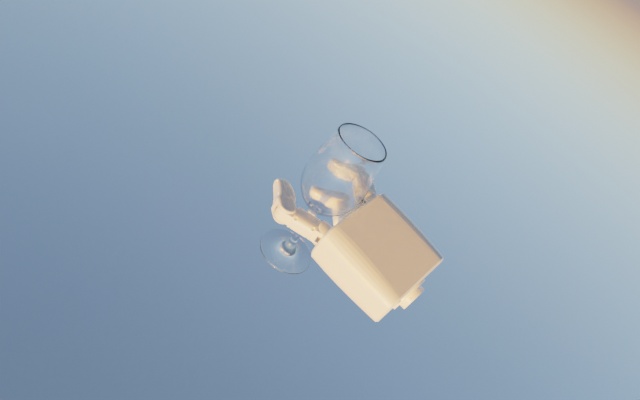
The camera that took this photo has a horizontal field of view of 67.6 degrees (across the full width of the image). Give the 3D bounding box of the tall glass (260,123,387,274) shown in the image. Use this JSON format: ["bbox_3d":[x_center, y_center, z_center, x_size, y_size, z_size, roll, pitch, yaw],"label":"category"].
[{"bbox_3d":[0.000,0.002,0.575,0.079,0.079,0.201,0,-41,-38],"label":"tall glass"}]
